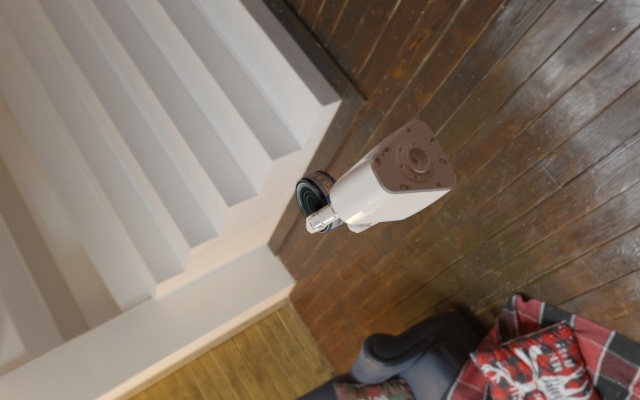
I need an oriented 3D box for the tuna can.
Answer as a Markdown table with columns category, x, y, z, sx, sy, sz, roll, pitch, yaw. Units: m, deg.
| category | x | y | z | sx | sy | sz | roll | pitch | yaw |
| --- | --- | --- | --- | --- | --- | --- | --- | --- | --- |
| tuna can | 0.000 | 0.002 | 0.684 | 0.033 | 0.086 | 0.086 | -27 | 13 | -27 |
